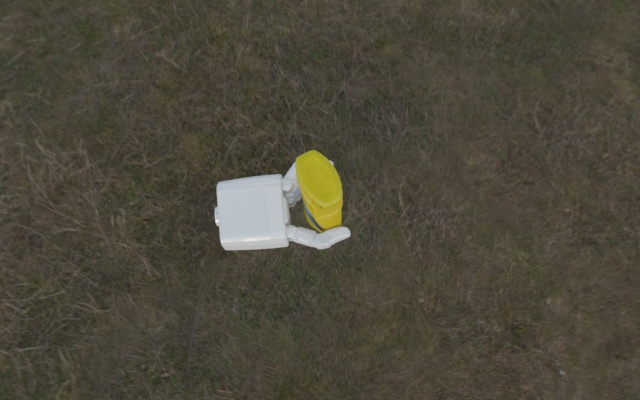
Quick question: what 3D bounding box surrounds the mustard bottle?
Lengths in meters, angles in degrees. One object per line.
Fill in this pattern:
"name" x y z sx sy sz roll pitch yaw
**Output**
"mustard bottle" 0.000 0.002 0.779 0.058 0.096 0.192 -28 -21 -9
